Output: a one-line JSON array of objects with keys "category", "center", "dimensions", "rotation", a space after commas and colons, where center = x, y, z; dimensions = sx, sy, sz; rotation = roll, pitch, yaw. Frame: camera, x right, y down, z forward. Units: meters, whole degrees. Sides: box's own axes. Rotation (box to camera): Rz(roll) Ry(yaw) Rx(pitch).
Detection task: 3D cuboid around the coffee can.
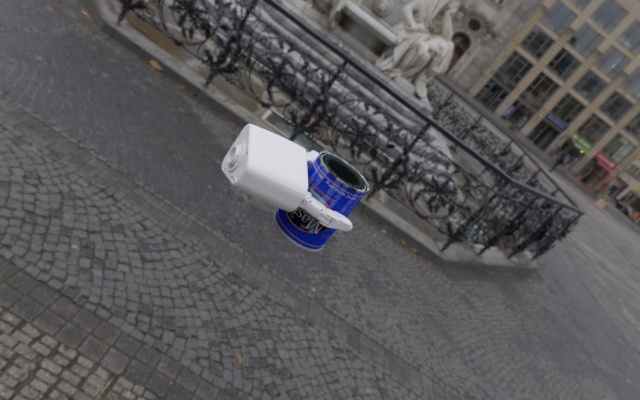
[{"category": "coffee can", "center": [0.000, 0.003, 0.809], "dimensions": [0.103, 0.140, 0.102], "rotation": [32, 23, -15]}]
